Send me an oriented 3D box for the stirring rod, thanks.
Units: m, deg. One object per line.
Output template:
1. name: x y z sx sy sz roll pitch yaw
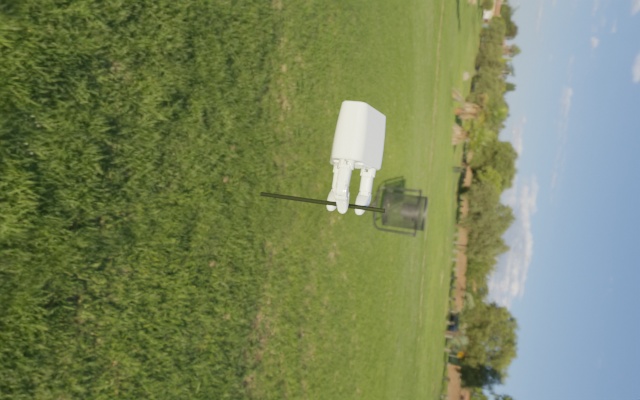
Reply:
1. stirring rod: 0.000 0.003 0.886 0.239 0.011 0.011 8 2 16
